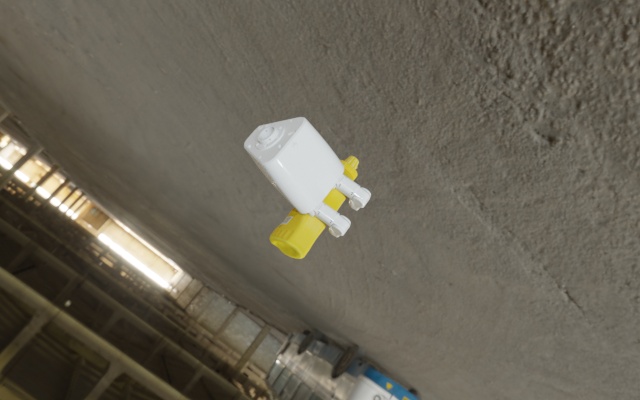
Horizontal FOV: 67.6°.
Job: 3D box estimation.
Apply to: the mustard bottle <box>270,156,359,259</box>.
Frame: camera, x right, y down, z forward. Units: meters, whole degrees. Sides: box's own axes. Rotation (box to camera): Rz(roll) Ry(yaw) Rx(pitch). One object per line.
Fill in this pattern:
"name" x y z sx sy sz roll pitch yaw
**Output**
"mustard bottle" 0.000 0.003 0.765 0.058 0.191 0.096 42 -18 -13
